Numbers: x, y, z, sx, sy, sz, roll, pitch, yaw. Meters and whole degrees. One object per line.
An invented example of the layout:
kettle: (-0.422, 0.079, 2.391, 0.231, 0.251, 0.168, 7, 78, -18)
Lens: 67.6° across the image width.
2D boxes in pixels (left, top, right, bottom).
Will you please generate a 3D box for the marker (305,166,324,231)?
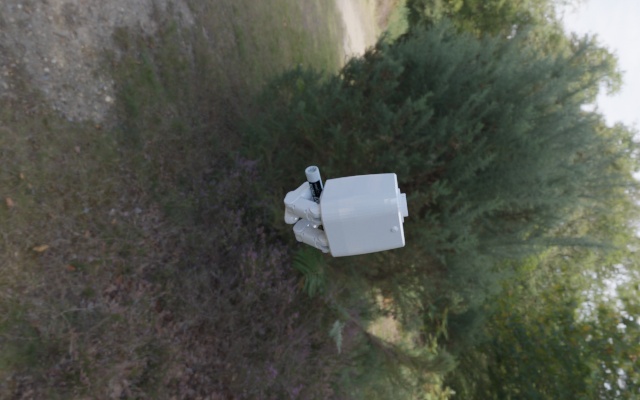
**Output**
marker: (0.000, 0.002, 0.707, 0.020, 0.121, 0.020, -9, 39, 8)
